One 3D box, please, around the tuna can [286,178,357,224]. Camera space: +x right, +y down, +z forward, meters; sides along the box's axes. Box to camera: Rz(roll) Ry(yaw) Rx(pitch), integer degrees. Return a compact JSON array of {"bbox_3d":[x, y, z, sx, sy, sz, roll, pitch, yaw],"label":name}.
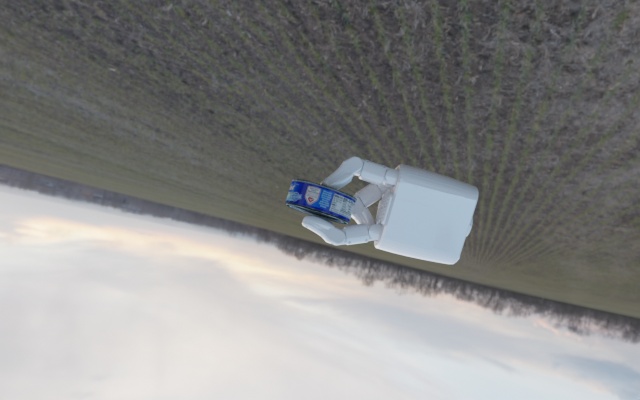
[{"bbox_3d":[0.000,0.003,0.602,0.086,0.033,0.086,17,-6,2],"label":"tuna can"}]
